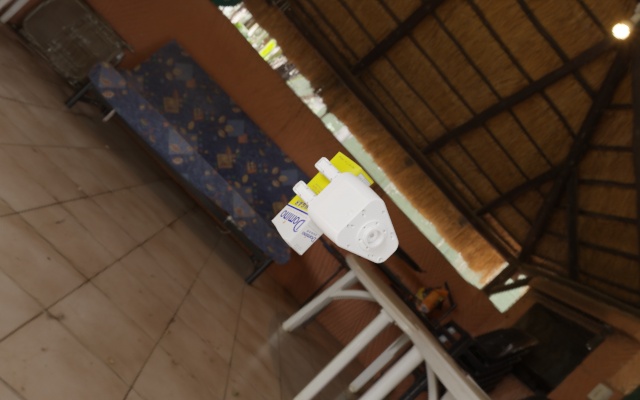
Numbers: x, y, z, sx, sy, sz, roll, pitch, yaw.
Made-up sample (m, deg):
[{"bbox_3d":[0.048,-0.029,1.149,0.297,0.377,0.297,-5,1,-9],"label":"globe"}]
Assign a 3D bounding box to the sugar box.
[{"bbox_3d":[0.000,0.002,0.829,0.048,0.176,0.093,47,-1,-32],"label":"sugar box"}]
